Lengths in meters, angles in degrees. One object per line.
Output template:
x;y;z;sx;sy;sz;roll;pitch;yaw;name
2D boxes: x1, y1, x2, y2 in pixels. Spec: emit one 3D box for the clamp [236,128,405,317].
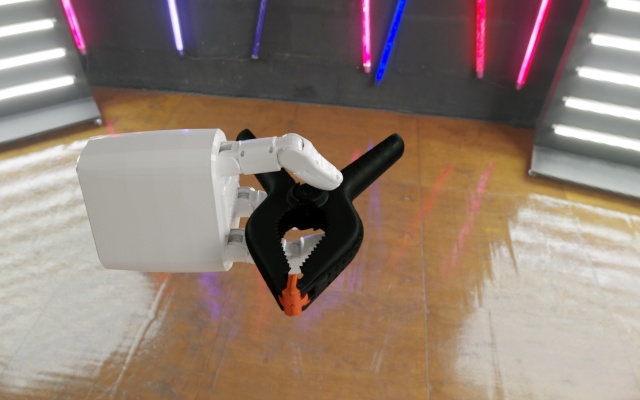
0.000;0.001;0.405;0.164;0.036;0.209;-3;42;1;clamp
